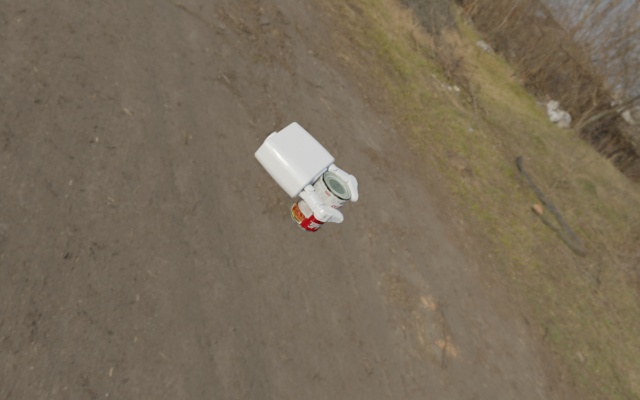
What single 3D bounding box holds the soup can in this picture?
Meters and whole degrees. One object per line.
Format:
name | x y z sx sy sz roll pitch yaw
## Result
soup can | 0.001 0.003 0.888 0.068 0.068 0.102 0 -38 -51
